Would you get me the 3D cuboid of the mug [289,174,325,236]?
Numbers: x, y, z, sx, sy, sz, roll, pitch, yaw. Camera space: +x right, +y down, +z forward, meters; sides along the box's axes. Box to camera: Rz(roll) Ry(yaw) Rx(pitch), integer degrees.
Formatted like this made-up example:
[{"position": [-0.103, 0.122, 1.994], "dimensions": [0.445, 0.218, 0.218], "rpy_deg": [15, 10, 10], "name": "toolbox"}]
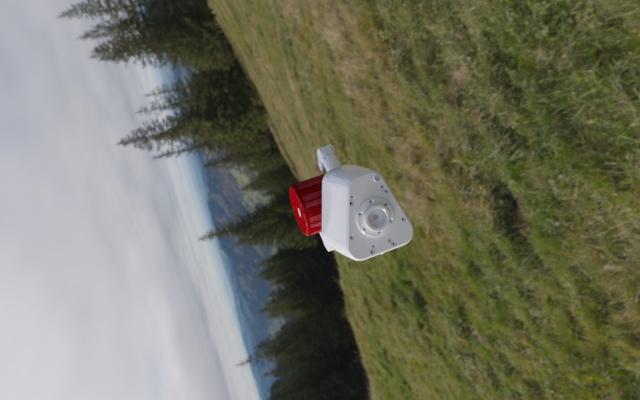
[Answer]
[{"position": [0.000, 0.002, 0.735], "dimensions": [0.081, 0.093, 0.117], "rpy_deg": [-19, 10, -13], "name": "mug"}]
